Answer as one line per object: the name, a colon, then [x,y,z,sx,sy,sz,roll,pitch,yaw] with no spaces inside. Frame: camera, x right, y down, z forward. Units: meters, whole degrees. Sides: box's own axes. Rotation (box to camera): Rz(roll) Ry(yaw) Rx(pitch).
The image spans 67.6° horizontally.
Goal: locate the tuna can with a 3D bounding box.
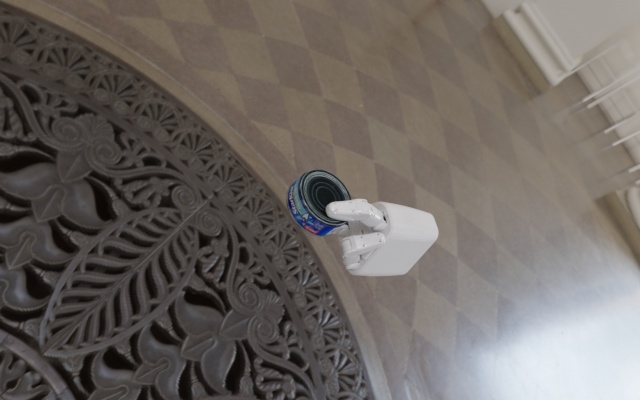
tuna can: [0.000,0.002,0.626,0.086,0.086,0.034,0,-27,-39]
